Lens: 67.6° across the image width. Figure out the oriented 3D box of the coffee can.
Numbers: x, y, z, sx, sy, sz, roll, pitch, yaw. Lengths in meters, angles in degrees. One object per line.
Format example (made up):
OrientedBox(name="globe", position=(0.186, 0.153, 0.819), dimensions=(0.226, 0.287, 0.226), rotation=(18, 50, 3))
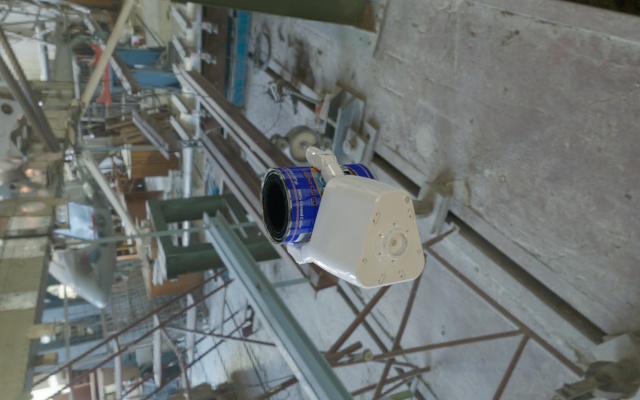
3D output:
OrientedBox(name="coffee can", position=(0.000, 0.002, 0.661), dimensions=(0.140, 0.103, 0.103), rotation=(-5, 2, -27))
